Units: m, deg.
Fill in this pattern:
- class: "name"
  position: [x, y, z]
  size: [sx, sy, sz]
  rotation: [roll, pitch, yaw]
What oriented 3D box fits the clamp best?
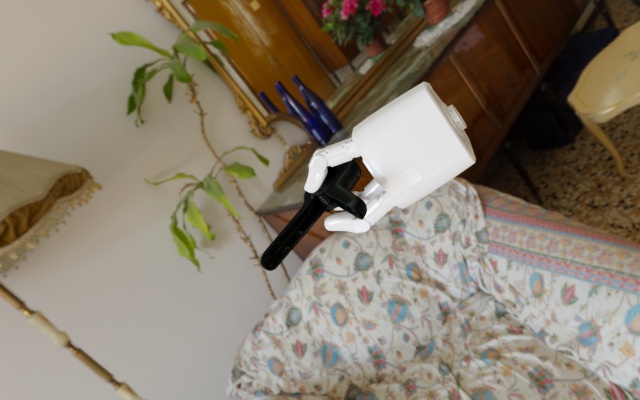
- class: "clamp"
  position: [0.000, 0.001, 0.637]
  size: [0.164, 0.036, 0.210]
  rotation: [-34, 19, 24]
